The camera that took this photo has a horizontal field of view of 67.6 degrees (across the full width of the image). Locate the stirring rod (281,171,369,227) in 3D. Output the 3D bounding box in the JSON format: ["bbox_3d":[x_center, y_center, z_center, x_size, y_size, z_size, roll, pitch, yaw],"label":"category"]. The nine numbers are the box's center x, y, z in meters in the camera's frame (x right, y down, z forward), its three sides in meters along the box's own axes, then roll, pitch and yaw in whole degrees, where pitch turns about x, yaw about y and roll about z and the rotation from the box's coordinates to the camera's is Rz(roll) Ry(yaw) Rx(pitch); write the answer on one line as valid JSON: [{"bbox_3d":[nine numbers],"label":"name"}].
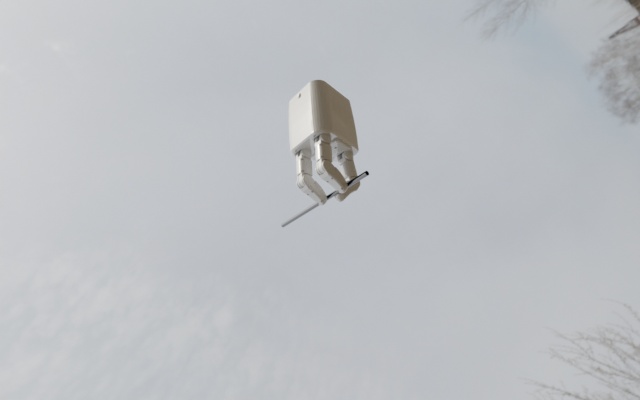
[{"bbox_3d":[0.000,0.003,0.814,0.011,0.011,0.239,0,-22,-39],"label":"stirring rod"}]
